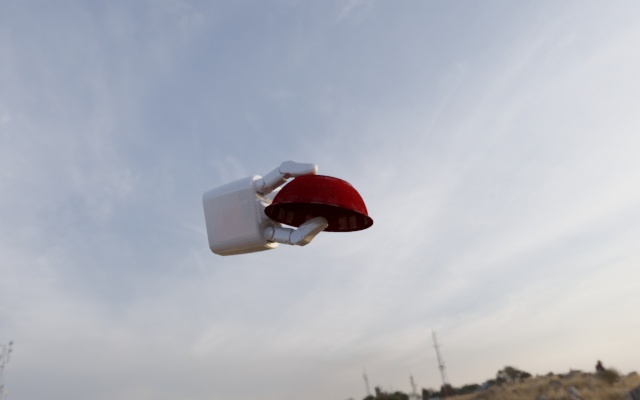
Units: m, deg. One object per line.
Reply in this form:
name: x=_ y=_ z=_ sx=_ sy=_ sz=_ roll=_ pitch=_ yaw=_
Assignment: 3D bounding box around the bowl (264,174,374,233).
bowl: x=0.001 y=0.002 z=0.708 sx=0.162 sy=0.055 sz=0.162 roll=6 pitch=-16 yaw=2
